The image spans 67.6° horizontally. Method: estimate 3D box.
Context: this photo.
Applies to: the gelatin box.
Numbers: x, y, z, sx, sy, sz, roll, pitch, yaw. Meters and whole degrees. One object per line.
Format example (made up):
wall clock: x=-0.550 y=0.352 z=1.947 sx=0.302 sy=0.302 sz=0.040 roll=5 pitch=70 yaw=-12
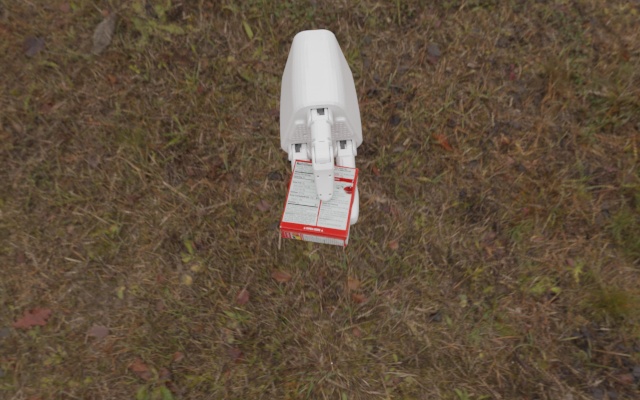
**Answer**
gelatin box: x=0.000 y=0.002 z=0.529 sx=0.073 sy=0.089 sz=0.030 roll=8 pitch=-27 yaw=6
